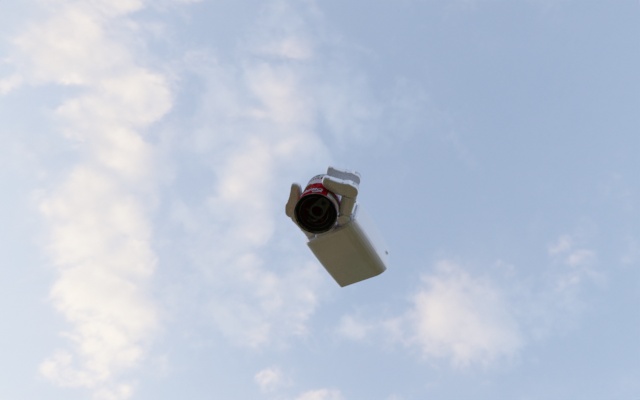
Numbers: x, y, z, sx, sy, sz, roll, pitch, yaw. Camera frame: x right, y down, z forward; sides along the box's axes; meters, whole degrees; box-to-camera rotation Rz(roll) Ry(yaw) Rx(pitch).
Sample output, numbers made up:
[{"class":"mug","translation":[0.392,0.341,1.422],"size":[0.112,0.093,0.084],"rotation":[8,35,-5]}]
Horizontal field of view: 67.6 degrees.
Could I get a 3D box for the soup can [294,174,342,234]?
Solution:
[{"class":"soup can","translation":[0.000,0.002,0.781],"size":[0.068,0.068,0.102],"rotation":[0,21,9]}]
